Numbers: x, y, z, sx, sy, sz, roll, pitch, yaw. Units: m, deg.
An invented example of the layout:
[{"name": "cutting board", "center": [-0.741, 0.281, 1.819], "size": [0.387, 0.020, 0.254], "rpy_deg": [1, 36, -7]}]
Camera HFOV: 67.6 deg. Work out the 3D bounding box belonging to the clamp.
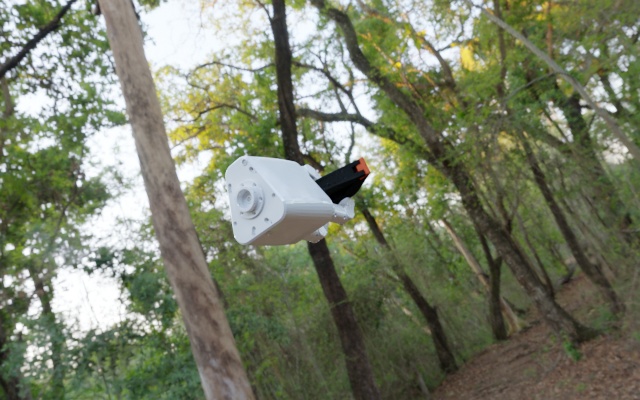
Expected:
[{"name": "clamp", "center": [0.000, 0.001, 0.746], "size": [0.210, 0.036, 0.164], "rpy_deg": [-34, -20, 27]}]
